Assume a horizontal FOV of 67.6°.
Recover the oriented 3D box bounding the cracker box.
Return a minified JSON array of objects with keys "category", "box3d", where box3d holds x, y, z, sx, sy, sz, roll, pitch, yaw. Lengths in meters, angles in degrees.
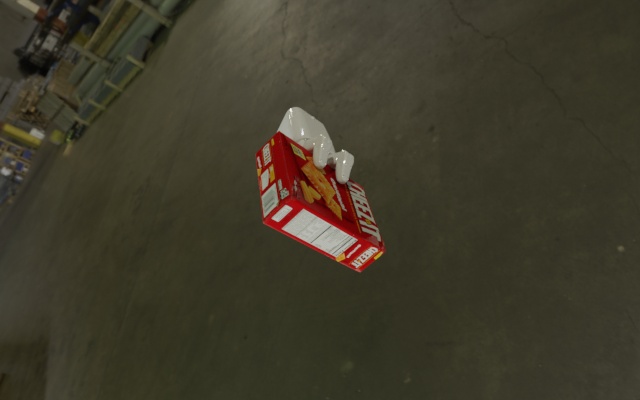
[{"category":"cracker box","box3d":[0.000,0.003,0.785,0.214,0.164,0.072,30,-60,-34]}]
